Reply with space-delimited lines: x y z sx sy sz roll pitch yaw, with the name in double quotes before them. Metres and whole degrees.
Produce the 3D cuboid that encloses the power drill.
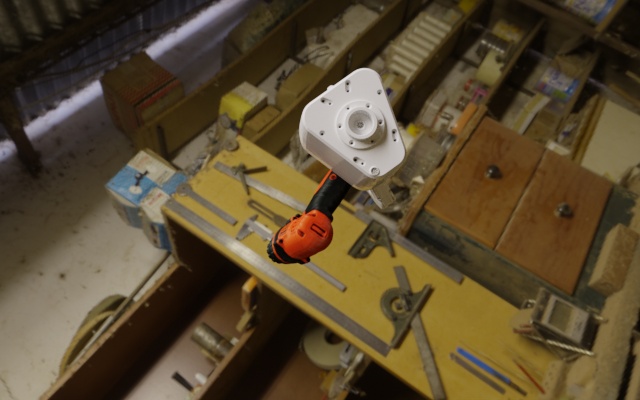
"power drill" 0.000 0.002 0.646 0.057 0.187 0.184 34 -22 -11
